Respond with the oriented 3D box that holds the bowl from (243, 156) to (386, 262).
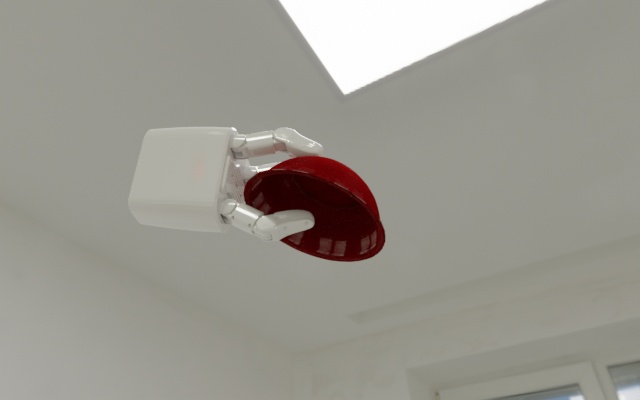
[{"bbox_3d":[0.001,0.002,0.526,0.162,0.055,0.162,17,-33,11],"label":"bowl"}]
